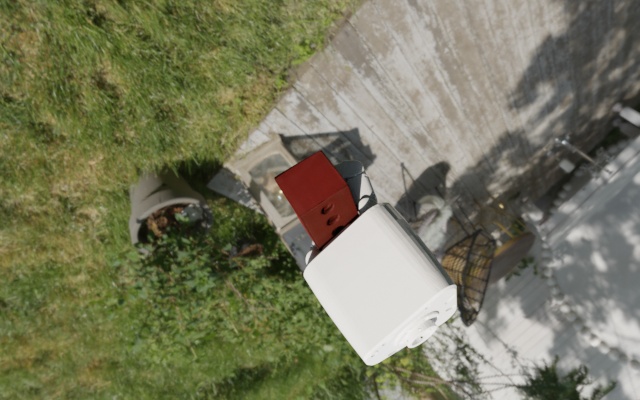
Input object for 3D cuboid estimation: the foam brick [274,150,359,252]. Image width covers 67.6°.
[{"bbox_3d":[0.000,0.001,0.456,0.053,0.051,0.078,-33,-33,-3],"label":"foam brick"}]
